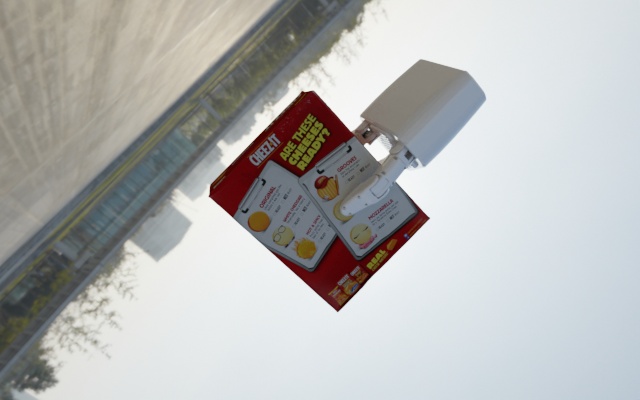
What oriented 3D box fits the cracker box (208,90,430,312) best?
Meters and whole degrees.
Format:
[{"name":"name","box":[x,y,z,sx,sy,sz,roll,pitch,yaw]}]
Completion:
[{"name":"cracker box","box":[0.000,0.002,0.574,0.214,0.164,0.072,45,0,-18]}]
